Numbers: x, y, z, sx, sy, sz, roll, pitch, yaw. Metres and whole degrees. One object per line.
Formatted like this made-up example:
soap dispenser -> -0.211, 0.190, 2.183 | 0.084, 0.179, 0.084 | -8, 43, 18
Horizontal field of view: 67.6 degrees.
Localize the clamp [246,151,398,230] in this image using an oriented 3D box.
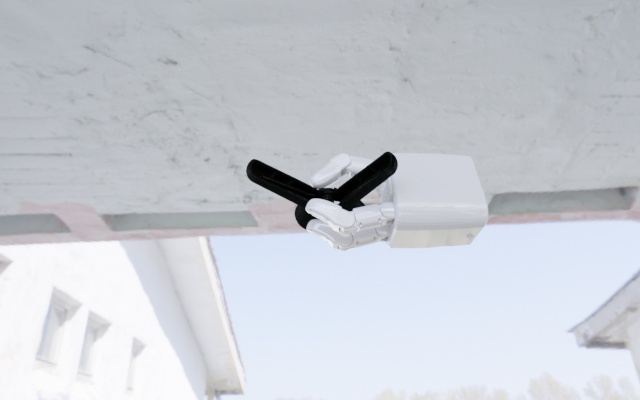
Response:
clamp -> 0.000, 0.001, 0.594 | 0.164, 0.036, 0.210 | 1, -27, 0
